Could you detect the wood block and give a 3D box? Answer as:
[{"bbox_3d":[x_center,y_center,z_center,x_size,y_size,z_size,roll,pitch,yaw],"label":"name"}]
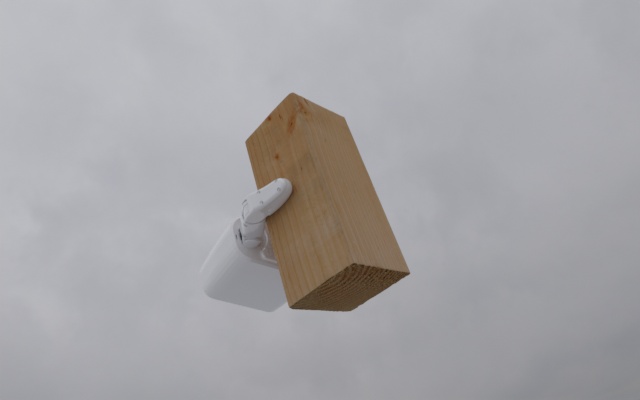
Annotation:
[{"bbox_3d":[0.000,0.002,0.501,0.091,0.206,0.090,15,-45,-44],"label":"wood block"}]
